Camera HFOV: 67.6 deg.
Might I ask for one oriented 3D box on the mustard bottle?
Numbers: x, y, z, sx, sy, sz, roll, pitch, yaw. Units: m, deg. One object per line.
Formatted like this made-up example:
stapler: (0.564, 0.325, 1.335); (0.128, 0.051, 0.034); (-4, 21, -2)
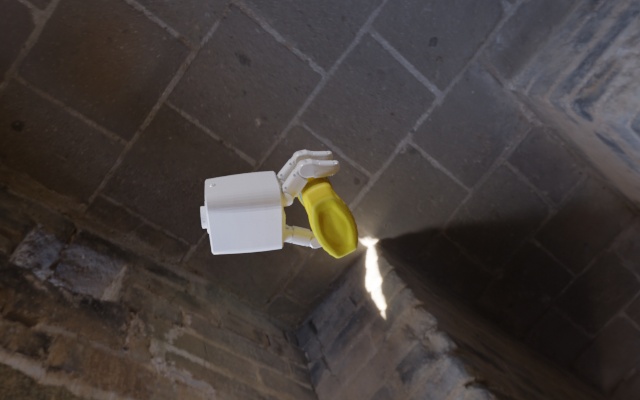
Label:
mustard bottle: (0.000, 0.002, 0.714); (0.058, 0.096, 0.191); (-28, 25, -1)
